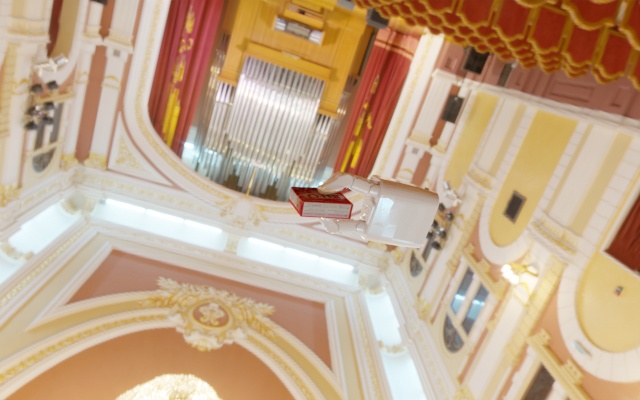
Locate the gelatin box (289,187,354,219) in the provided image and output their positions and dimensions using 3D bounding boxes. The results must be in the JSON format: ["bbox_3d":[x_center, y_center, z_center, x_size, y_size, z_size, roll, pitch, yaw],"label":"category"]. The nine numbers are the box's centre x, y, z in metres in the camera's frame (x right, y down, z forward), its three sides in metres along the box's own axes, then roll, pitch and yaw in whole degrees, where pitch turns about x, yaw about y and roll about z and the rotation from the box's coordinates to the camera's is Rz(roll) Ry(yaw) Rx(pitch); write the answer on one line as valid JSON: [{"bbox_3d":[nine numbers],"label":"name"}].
[{"bbox_3d":[0.000,0.003,0.787,0.089,0.030,0.073,3,20,-20],"label":"gelatin box"}]
